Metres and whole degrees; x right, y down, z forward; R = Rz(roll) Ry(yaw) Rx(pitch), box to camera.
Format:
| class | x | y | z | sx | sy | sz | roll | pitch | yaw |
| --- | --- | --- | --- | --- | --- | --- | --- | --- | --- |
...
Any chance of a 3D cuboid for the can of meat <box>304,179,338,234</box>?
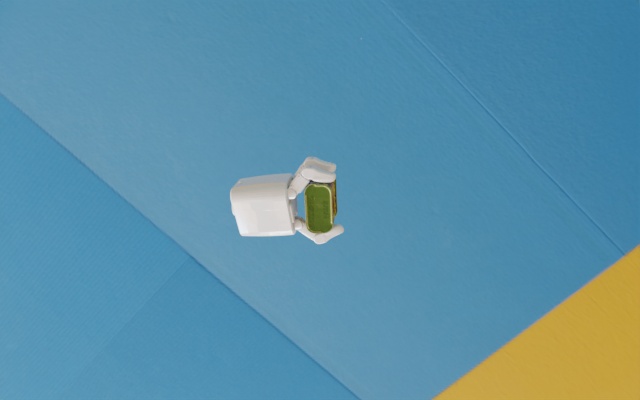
| class | x | y | z | sx | sy | sz | roll | pitch | yaw |
| --- | --- | --- | --- | --- | --- | --- | --- | --- | --- |
| can of meat | 0.000 | 0.003 | 0.899 | 0.057 | 0.102 | 0.084 | -1 | 19 | 6 |
